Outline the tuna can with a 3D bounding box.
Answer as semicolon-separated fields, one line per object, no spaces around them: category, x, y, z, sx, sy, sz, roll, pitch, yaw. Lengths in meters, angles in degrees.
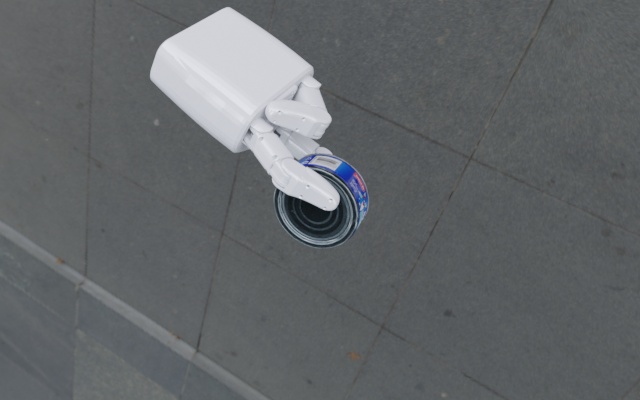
tuna can;0.000;0.002;0.446;0.086;0.086;0.033;0;25;23
